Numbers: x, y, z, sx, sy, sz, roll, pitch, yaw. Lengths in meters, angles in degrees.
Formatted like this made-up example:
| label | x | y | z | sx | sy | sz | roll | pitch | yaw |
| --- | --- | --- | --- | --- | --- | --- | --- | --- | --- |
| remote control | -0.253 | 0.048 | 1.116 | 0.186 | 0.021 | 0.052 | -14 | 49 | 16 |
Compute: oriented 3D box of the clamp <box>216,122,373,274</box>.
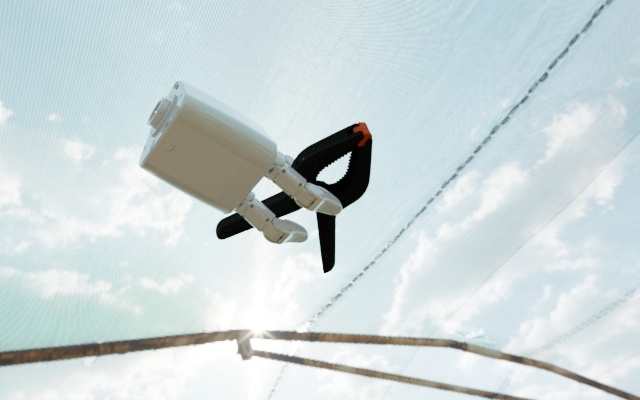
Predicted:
| label | x | y | z | sx | sy | sz | roll | pitch | yaw |
| --- | --- | --- | --- | --- | --- | --- | --- | --- | --- |
| clamp | 0.000 | 0.001 | 0.561 | 0.164 | 0.210 | 0.036 | 28 | 27 | -31 |
